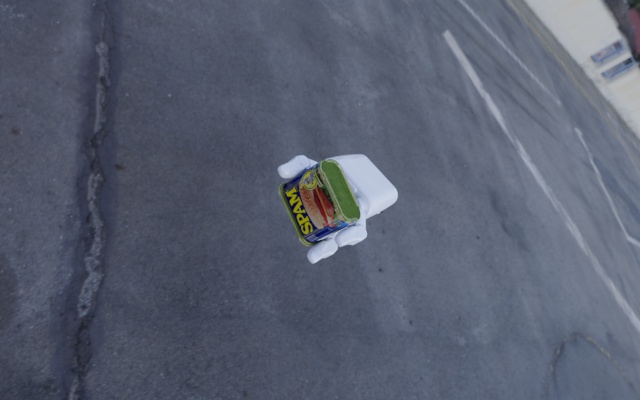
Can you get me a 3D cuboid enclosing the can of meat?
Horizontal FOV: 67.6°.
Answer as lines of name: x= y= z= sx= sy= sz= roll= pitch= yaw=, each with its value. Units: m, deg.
can of meat: x=0.000 y=0.002 z=0.682 sx=0.084 sy=0.102 sz=0.057 roll=-30 pitch=-11 yaw=34
